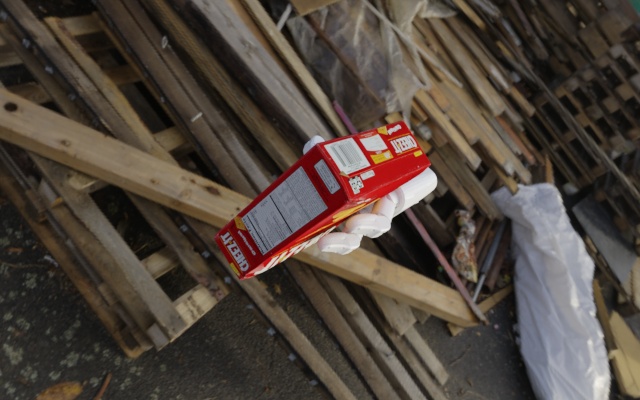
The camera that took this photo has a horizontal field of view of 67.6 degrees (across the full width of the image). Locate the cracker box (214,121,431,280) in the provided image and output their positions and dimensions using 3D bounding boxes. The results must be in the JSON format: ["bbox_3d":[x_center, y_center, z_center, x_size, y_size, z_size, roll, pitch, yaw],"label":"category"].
[{"bbox_3d":[0.000,0.002,0.560,0.164,0.072,0.214,-23,-11,-48],"label":"cracker box"}]
